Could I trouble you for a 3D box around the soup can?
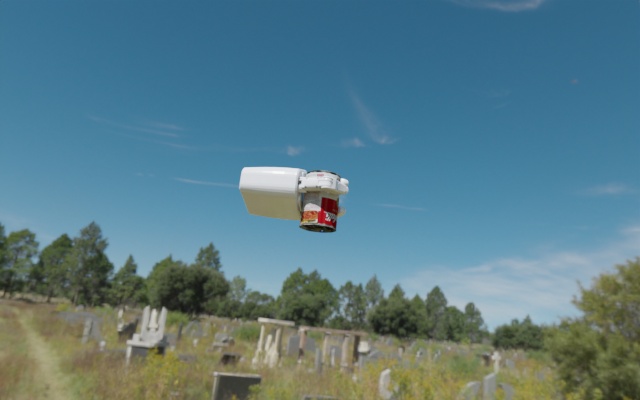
[{"bbox_3d":[0.001,0.003,0.878,0.068,0.102,0.068,6,-15,2],"label":"soup can"}]
